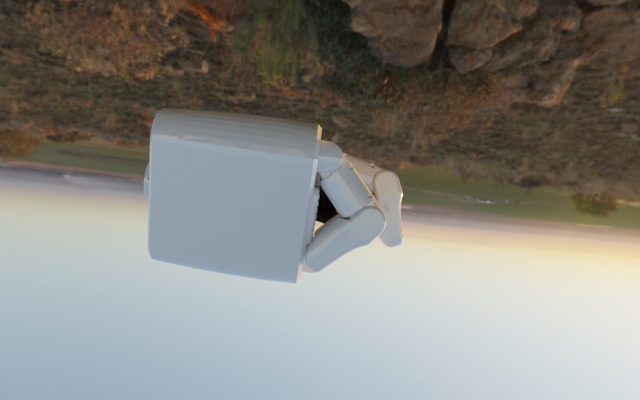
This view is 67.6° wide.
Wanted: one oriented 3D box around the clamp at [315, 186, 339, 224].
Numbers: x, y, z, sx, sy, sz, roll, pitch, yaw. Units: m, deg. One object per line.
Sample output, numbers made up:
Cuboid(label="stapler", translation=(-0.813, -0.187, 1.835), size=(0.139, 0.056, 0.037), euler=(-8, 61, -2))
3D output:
Cuboid(label="clamp", translation=(0.000, 0.002, 0.440), size=(0.120, 0.039, 0.171), euler=(10, -2, -2))
